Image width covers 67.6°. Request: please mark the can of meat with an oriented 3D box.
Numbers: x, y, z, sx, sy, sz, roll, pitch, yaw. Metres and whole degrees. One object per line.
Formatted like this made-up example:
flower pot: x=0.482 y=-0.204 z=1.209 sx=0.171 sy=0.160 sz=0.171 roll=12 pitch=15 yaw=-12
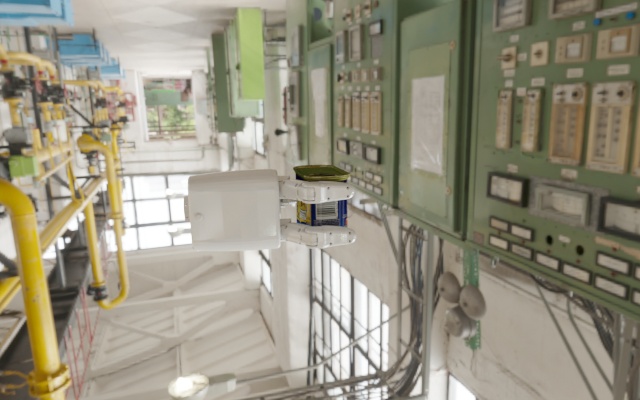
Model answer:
can of meat: x=0.000 y=0.002 z=0.614 sx=0.057 sy=0.084 sz=0.102 roll=-4 pitch=12 yaw=-14
